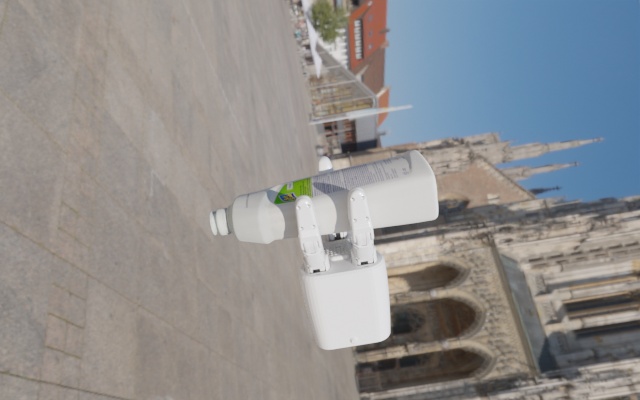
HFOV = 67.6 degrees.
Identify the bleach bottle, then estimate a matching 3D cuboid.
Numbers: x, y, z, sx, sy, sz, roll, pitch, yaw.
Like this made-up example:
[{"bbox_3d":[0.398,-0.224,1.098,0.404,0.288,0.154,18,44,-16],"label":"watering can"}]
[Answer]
[{"bbox_3d":[0.000,0.002,0.552,0.251,0.068,0.102,-10,22,2],"label":"bleach bottle"}]
